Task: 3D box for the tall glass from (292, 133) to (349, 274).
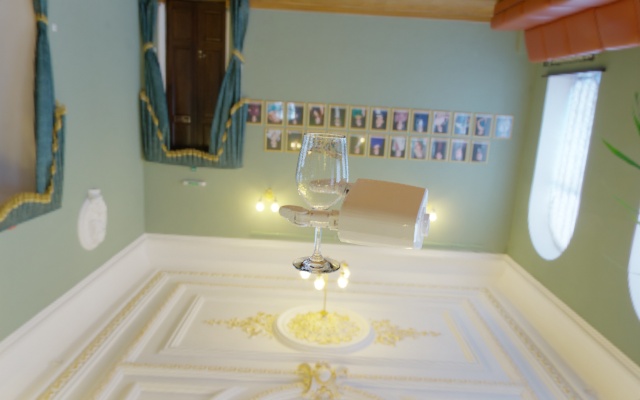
[{"bbox_3d":[0.000,0.003,0.710,0.079,0.201,0.079,3,13,-1],"label":"tall glass"}]
